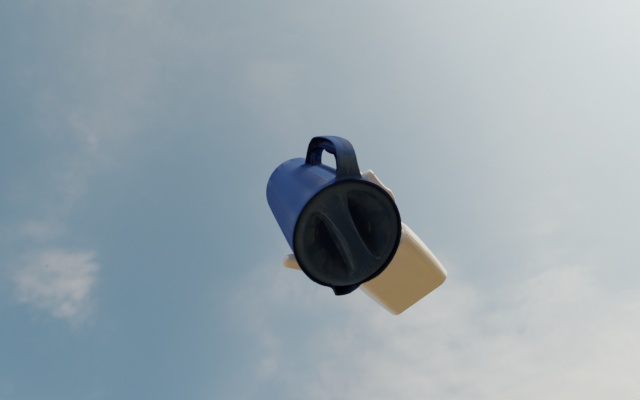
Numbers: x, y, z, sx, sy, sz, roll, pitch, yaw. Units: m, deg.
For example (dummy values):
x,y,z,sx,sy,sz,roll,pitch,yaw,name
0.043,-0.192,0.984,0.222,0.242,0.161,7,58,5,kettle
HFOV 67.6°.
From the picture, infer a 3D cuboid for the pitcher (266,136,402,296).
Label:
x,y,z,sx,sy,sz,roll,pitch,yaw,name
0.000,0.002,0.648,0.145,0.149,0.242,42,0,-23,pitcher
